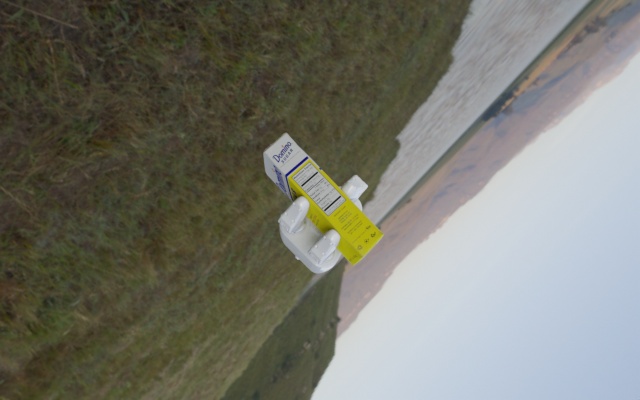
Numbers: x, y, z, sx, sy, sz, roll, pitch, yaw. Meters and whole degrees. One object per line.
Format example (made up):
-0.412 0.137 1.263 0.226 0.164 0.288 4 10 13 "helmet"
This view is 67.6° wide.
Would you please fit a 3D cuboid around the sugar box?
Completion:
0.000 0.002 0.612 0.048 0.176 0.093 -45 -8 -13 "sugar box"
